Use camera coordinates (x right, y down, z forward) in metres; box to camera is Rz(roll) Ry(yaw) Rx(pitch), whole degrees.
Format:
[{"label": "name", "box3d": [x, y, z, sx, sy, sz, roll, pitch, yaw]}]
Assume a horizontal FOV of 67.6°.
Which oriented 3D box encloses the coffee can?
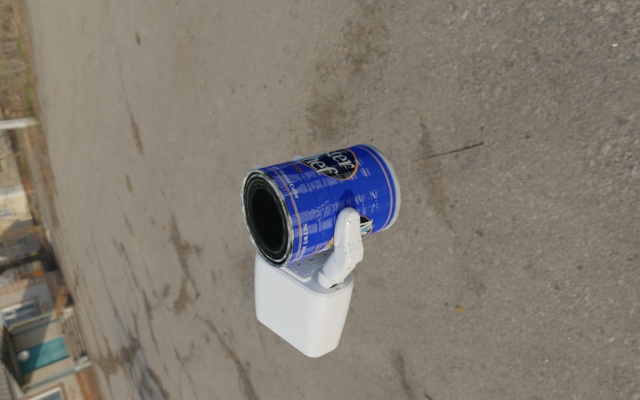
[{"label": "coffee can", "box3d": [0.000, 0.002, 0.512, 0.140, 0.103, 0.103, -16, 9, -32]}]
